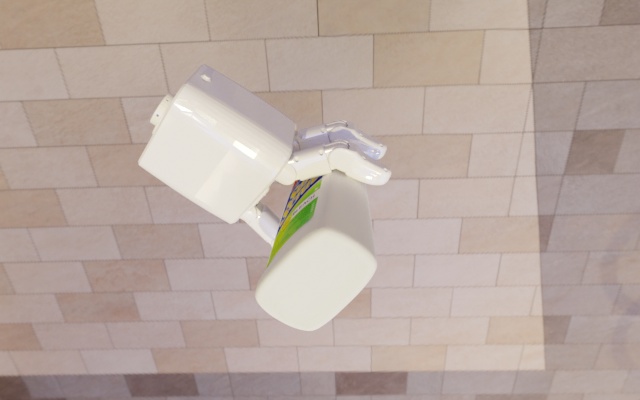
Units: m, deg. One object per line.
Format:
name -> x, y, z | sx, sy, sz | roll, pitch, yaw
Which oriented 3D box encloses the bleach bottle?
bleach bottle -> 0.000, 0.002, 0.470 | 0.068, 0.102, 0.250 | 35, 25, -17
